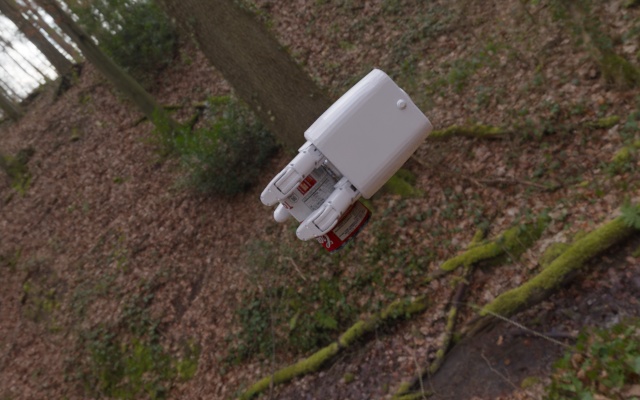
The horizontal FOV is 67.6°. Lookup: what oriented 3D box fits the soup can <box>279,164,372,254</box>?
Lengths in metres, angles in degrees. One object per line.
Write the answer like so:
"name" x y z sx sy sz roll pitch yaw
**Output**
"soup can" 0.000 0.002 0.547 0.068 0.102 0.068 -44 7 7
